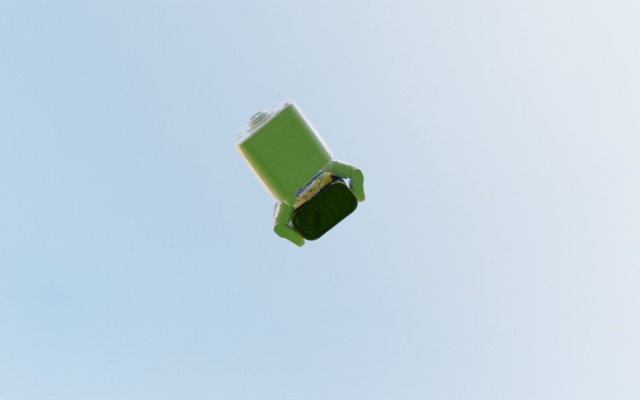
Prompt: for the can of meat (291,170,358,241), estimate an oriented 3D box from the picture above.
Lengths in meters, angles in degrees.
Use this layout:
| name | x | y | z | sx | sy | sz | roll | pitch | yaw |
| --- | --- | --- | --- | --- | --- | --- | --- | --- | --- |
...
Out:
| name | x | y | z | sx | sy | sz | roll | pitch | yaw |
| --- | --- | --- | --- | --- | --- | --- | --- | --- | --- |
| can of meat | 0.000 | 0.002 | 0.743 | 0.102 | 0.057 | 0.084 | -38 | 23 | 7 |
